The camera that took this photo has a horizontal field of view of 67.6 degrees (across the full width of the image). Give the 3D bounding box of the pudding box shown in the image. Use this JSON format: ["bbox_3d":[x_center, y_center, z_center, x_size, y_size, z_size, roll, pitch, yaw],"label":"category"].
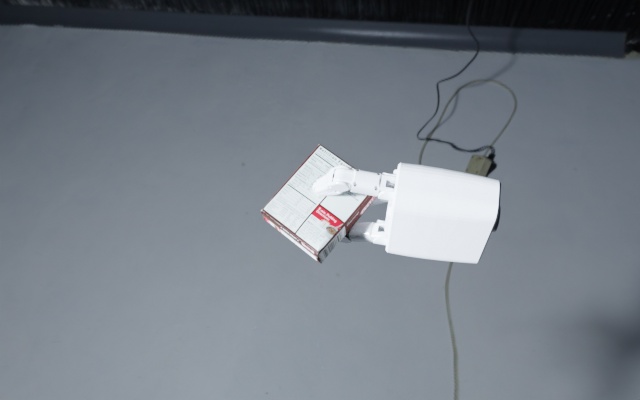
[{"bbox_3d":[0.000,0.002,0.562,0.090,0.113,0.039,36,-17,18],"label":"pudding box"}]
